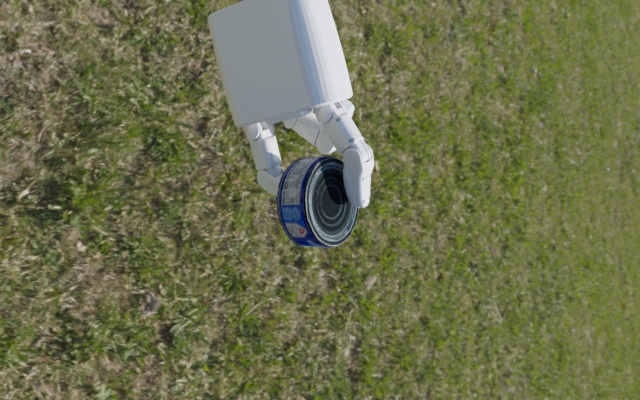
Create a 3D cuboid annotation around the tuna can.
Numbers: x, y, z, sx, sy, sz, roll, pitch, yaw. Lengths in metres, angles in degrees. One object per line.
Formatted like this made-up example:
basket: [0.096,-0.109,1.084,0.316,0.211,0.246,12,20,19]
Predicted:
tuna can: [0.001,0.002,0.449,0.034,0.086,0.086,-1,-1,38]
